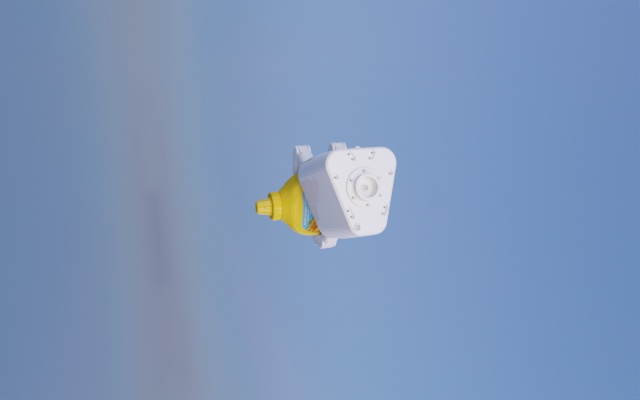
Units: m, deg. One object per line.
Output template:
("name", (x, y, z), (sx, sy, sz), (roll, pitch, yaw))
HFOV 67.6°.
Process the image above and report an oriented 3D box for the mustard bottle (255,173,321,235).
("mustard bottle", (0.000, 0.002, 0.702), (0.191, 0.096, 0.058), (-5, 23, -19))
